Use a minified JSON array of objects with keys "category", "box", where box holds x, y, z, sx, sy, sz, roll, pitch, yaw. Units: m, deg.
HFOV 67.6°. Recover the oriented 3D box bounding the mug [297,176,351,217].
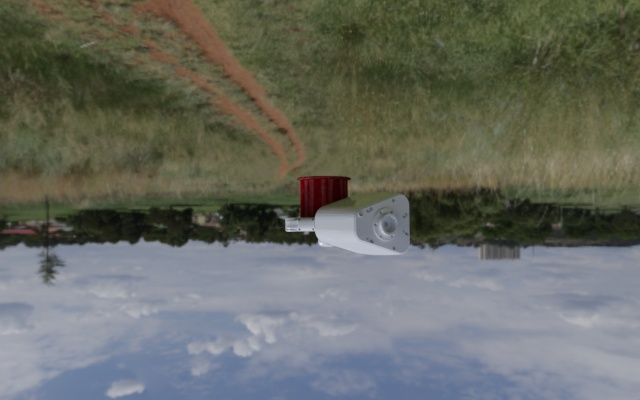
[{"category":"mug","box":[-0.001,0.003,0.828,0.093,0.081,0.117,1,-2,-30]}]
